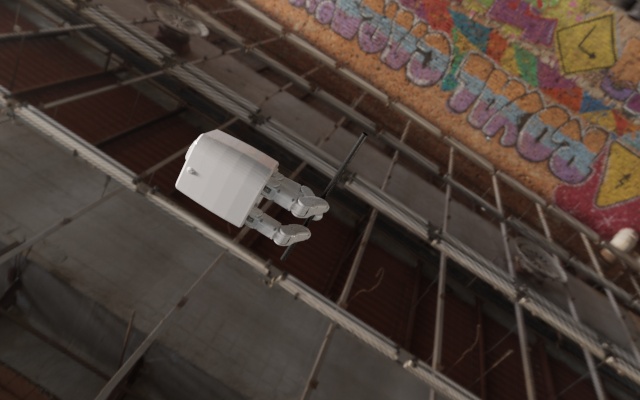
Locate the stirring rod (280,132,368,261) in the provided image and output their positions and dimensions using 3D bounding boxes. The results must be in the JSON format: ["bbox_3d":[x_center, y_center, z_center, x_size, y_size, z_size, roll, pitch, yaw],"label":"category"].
[{"bbox_3d":[0.000,0.002,0.675,0.011,0.240,0.011,25,30,-15],"label":"stirring rod"}]
